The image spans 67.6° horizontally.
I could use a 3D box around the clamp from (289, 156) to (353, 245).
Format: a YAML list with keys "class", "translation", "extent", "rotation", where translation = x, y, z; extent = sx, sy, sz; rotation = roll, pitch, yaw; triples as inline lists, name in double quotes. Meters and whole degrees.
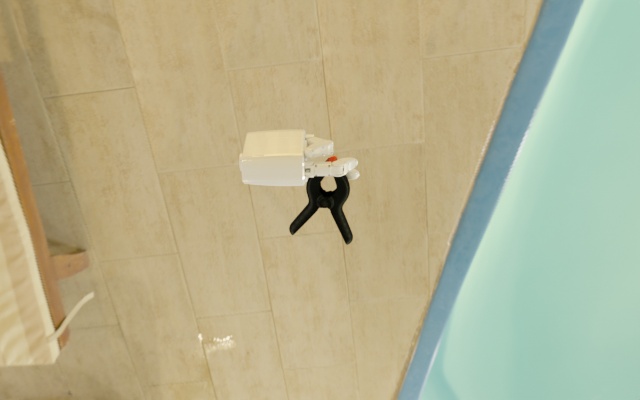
- class: "clamp"
  translation: [0.000, 0.003, 0.870]
  extent: [0.120, 0.171, 0.039]
  rotation: [-1, 23, 0]
